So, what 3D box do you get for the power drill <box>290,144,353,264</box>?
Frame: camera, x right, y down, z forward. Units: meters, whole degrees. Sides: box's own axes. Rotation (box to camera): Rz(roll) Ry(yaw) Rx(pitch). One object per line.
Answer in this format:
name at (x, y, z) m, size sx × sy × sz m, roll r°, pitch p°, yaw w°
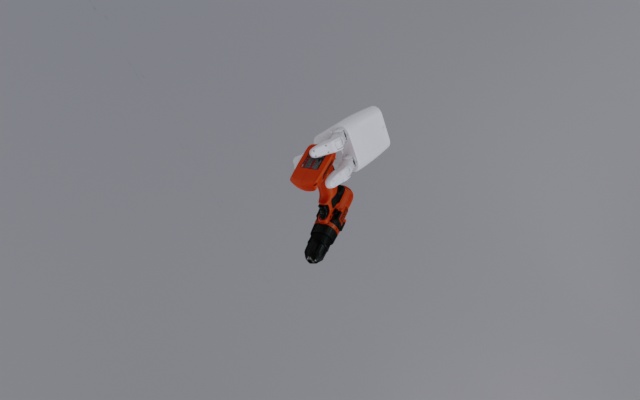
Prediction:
power drill at (0.000, 0.002, 0.898) m, size 0.057 × 0.184 × 0.188 m, roll 9°, pitch -37°, yaw 22°
